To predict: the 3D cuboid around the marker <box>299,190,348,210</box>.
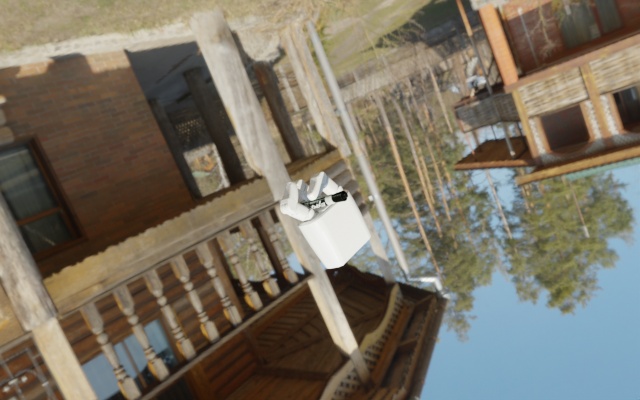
[{"bbox_3d":[0.000,0.003,0.841,0.121,0.020,0.020,-15,-10,41],"label":"marker"}]
